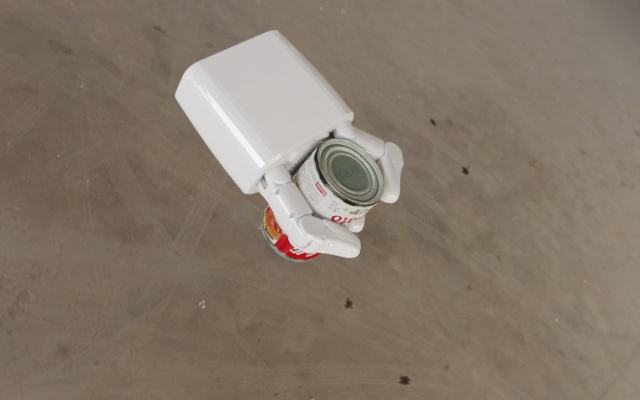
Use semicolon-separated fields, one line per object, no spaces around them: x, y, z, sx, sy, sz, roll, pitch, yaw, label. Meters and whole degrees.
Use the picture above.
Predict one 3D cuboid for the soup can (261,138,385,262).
0.000;0.002;0.418;0.068;0.068;0.102;0;-31;-36;soup can
